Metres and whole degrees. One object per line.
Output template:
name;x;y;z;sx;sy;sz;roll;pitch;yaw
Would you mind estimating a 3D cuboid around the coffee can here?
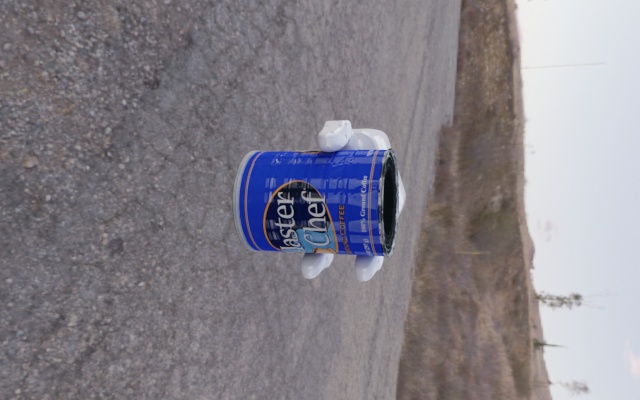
coffee can;0.000;0.001;0.467;0.140;0.103;0.103;1;0;17
